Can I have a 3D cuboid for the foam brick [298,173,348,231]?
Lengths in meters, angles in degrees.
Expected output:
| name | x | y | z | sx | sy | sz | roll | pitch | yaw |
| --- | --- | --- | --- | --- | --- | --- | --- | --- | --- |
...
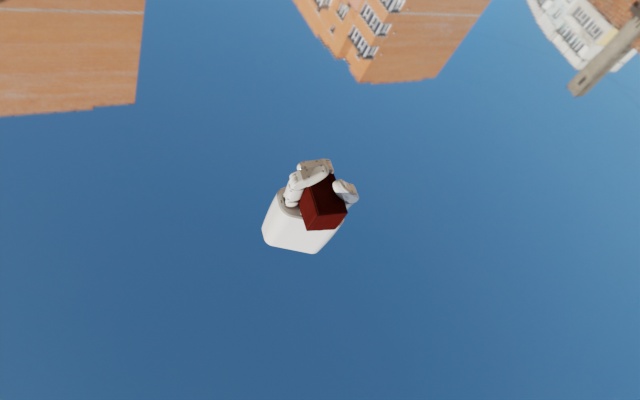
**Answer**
| name | x | y | z | sx | sy | sz | roll | pitch | yaw |
| --- | --- | --- | --- | --- | --- | --- | --- | --- | --- |
| foam brick | 0.000 | 0.003 | 0.742 | 0.053 | 0.078 | 0.051 | -1 | -34 | -27 |
